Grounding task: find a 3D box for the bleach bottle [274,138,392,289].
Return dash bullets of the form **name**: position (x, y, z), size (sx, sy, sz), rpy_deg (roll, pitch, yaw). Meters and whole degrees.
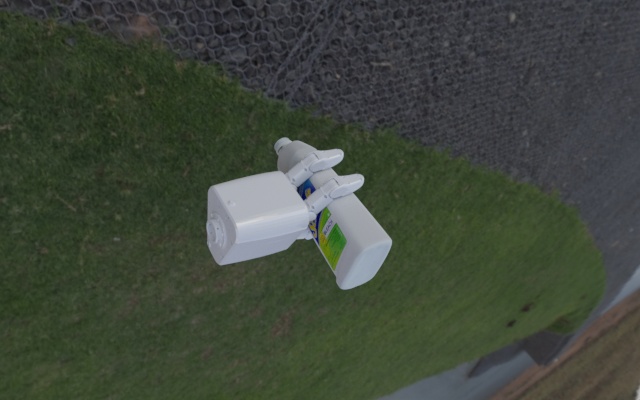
- **bleach bottle**: position (0.000, 0.002, 0.707), size (0.068, 0.103, 0.250), rpy_deg (-14, 52, -33)
